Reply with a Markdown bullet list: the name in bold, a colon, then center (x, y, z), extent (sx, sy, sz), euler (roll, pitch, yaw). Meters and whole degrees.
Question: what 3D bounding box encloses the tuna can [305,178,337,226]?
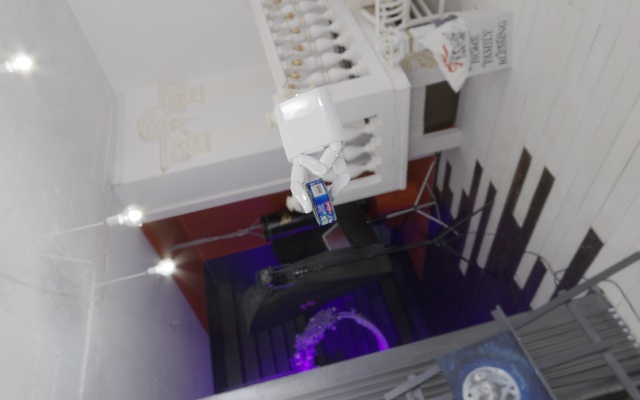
- **tuna can**: center (0.000, 0.003, 0.895), extent (0.034, 0.086, 0.086), euler (-19, 1, -5)
